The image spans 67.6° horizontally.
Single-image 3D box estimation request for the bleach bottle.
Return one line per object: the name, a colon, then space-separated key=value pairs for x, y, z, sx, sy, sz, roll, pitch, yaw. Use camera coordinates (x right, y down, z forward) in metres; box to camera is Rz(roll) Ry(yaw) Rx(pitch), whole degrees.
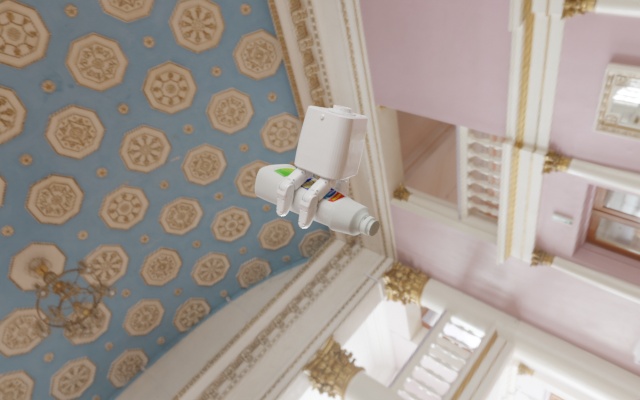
bleach bottle: x=0.000 y=0.003 z=0.846 sx=0.250 sy=0.068 sz=0.102 roll=24 pitch=20 yaw=36
